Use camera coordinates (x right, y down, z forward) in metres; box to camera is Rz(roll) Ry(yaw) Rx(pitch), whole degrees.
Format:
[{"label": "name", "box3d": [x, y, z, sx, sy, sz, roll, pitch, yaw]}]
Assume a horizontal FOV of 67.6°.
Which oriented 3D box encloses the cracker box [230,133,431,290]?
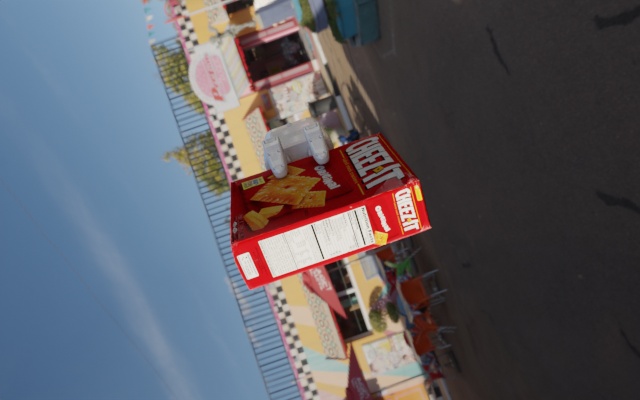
[{"label": "cracker box", "box3d": [0.000, 0.002, 0.575, 0.214, 0.072, 0.164, -19, 28, 0]}]
